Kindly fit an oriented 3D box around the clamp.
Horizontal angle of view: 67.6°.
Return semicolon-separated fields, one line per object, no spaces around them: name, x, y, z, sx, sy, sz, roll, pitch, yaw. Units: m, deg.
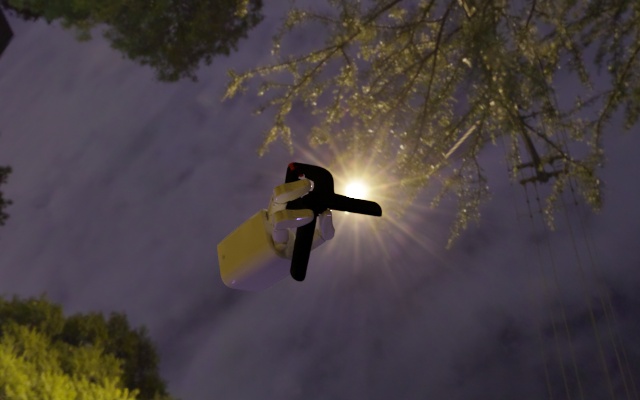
clamp;0.000;0.003;0.741;0.164;0.209;0.036;-35;-45;15
